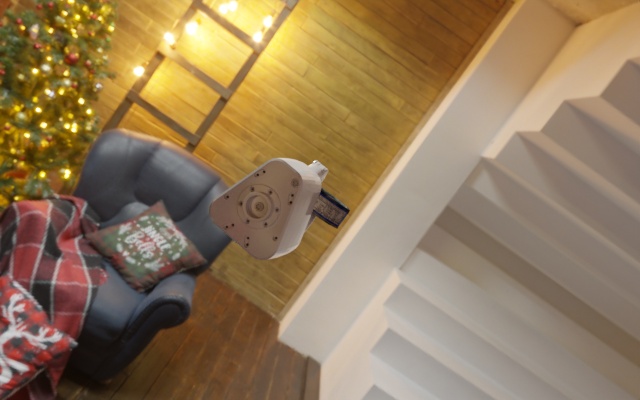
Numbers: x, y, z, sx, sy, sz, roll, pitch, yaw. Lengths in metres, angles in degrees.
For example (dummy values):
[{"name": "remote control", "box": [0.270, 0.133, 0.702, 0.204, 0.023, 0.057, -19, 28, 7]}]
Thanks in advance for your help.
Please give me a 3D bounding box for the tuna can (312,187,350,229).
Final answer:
[{"name": "tuna can", "box": [0.000, 0.002, 0.693, 0.086, 0.034, 0.086, 36, 4, -3]}]
